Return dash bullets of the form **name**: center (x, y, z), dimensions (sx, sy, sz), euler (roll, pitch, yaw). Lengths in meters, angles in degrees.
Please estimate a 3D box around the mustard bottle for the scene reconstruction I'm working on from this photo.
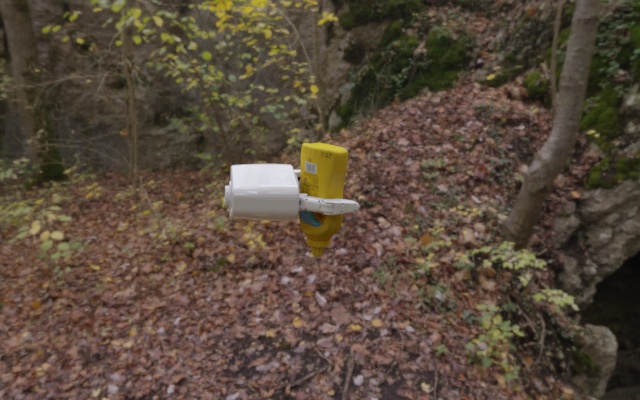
- **mustard bottle**: center (0.000, 0.002, 0.808), dimensions (0.058, 0.192, 0.096), euler (-6, 17, -36)
